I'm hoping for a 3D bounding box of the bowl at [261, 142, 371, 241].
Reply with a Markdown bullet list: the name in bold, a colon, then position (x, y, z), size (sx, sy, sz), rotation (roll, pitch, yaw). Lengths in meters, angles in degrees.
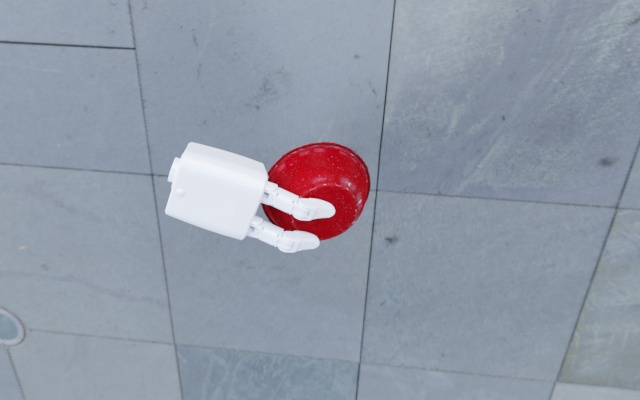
- **bowl**: position (0.001, 0.002, 0.666), size (0.162, 0.162, 0.055), rotation (0, 34, -16)
